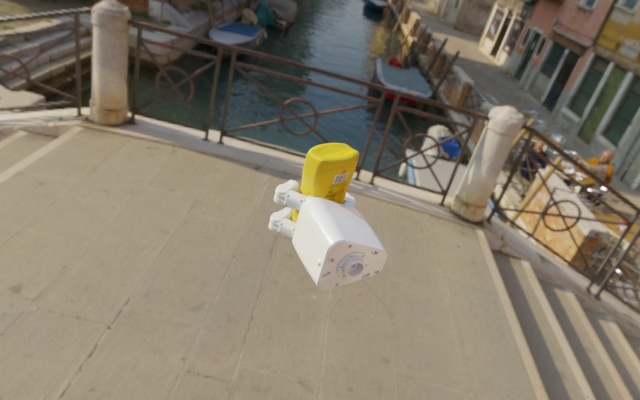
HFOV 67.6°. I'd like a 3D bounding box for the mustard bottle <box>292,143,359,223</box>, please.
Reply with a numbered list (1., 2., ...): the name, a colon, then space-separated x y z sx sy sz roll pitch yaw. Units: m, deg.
1. mustard bottle: 0.000 0.002 0.789 0.058 0.192 0.096 35 35 30
